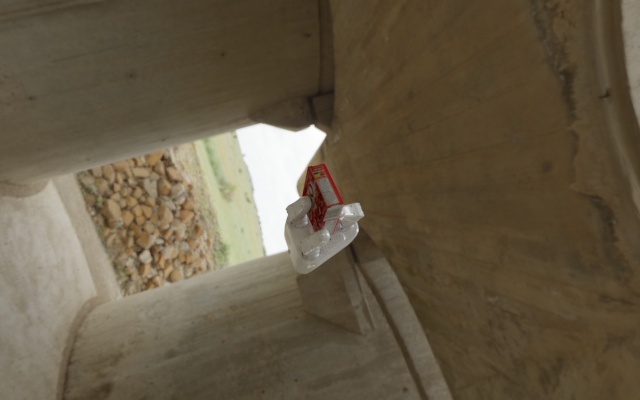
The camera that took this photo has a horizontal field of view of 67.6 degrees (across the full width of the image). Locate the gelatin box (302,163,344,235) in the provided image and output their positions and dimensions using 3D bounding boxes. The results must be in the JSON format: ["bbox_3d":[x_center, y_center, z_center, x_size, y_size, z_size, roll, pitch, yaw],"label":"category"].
[{"bbox_3d":[0.001,0.002,0.692,0.030,0.073,0.089,-14,-29,-19],"label":"gelatin box"}]
